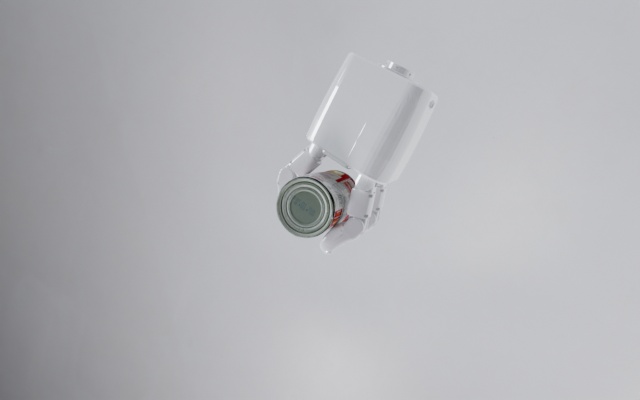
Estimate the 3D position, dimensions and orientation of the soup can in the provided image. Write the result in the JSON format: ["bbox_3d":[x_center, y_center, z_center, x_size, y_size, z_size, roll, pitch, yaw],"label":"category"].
[{"bbox_3d":[0.000,0.002,0.549,0.068,0.068,0.102,0,7,20],"label":"soup can"}]
